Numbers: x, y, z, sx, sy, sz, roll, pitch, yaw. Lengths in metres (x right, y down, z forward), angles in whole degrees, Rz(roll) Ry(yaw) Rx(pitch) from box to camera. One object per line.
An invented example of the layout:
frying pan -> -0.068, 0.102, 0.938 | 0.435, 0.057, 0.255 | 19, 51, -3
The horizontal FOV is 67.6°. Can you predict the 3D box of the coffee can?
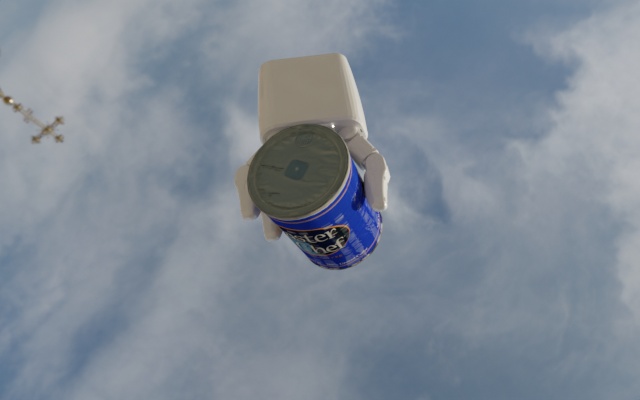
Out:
coffee can -> 0.000, 0.002, 0.502 | 0.103, 0.102, 0.140 | 0, -27, 22
